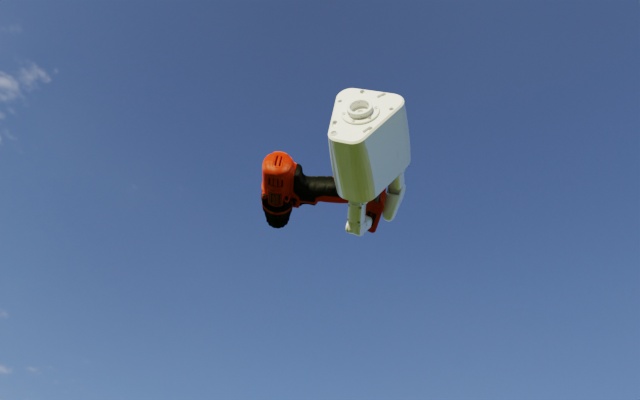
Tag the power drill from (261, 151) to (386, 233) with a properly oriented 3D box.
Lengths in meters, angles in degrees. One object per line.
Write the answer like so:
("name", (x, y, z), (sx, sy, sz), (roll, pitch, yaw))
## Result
("power drill", (0.001, 0.002, 0.741), (0.187, 0.057, 0.184), (8, -29, -1))
